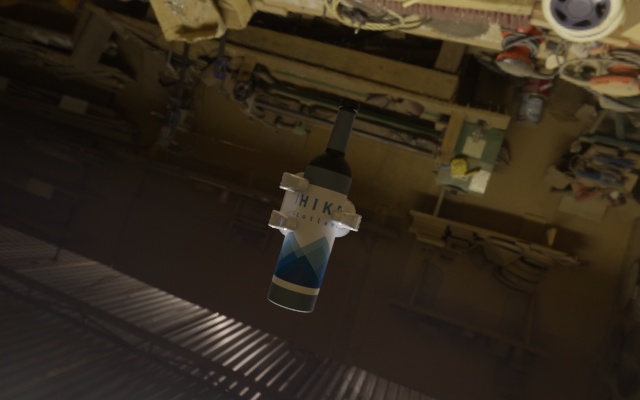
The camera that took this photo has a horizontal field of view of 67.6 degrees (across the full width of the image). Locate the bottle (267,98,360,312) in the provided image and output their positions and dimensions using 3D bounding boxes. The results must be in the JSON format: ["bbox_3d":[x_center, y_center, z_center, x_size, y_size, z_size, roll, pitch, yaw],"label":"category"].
[{"bbox_3d":[0.000,0.002,0.663,0.069,0.295,0.069,17,-1,0],"label":"bottle"}]
